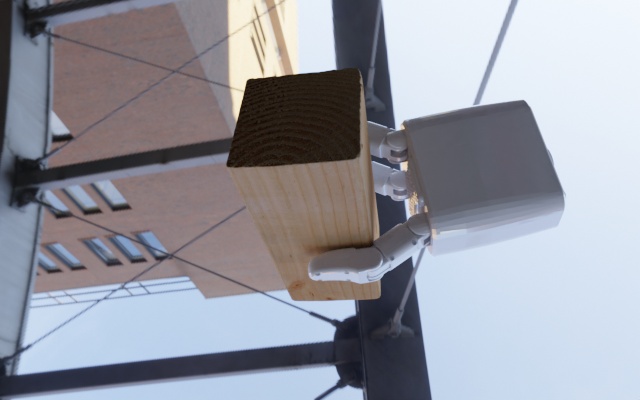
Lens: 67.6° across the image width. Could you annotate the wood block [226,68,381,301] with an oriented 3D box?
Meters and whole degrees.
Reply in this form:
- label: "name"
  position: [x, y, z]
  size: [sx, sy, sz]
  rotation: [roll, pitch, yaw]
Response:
- label: "wood block"
  position: [0.000, 0.002, 0.409]
  size: [0.090, 0.090, 0.206]
  rotation: [-3, -37, 9]
